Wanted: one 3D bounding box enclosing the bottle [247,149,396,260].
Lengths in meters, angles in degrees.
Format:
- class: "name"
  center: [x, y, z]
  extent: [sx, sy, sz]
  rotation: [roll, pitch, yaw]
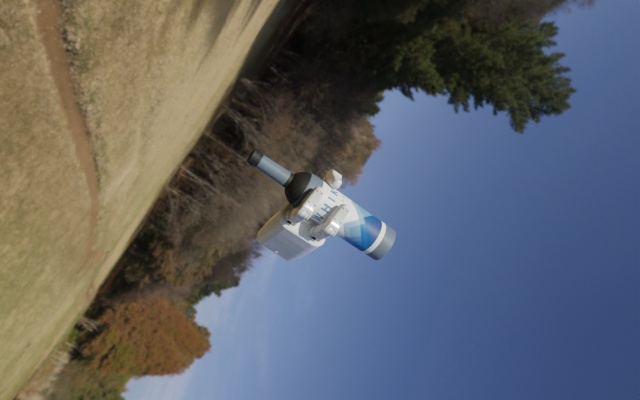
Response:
- class: "bottle"
  center: [0.000, 0.003, 0.843]
  extent: [0.296, 0.069, 0.069]
  rotation: [34, -10, -16]
